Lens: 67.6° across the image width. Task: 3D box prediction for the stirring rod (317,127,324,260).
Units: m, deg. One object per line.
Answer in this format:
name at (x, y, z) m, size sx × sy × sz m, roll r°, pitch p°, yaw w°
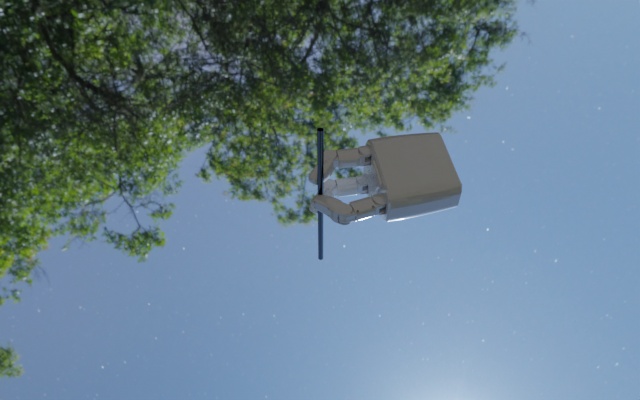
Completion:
stirring rod at (0.000, 0.002, 0.647) m, size 0.011 × 0.240 × 0.011 m, roll 0°, pitch 45°, yaw 0°
